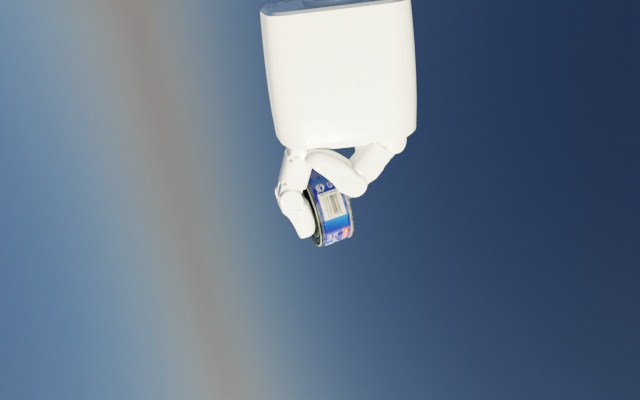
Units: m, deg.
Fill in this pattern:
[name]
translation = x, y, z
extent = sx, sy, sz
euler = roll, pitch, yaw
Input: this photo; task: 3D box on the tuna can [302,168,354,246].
[tuna can]
translation = 0.000, 0.002, 0.475
extent = 0.034, 0.086, 0.086
euler = -19, 4, -13
